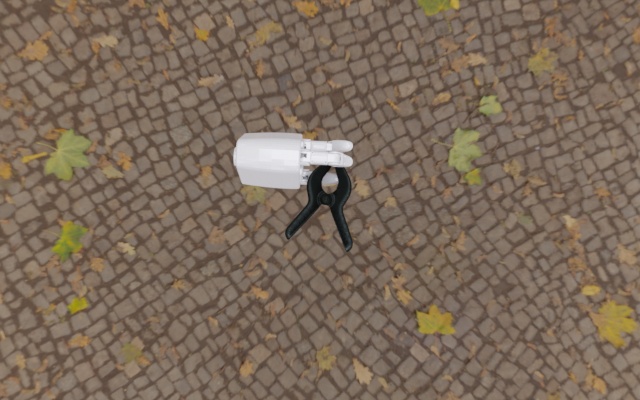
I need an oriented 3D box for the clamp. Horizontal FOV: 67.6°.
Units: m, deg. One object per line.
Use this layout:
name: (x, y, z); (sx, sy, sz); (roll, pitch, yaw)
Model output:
clamp: (0.000, 0.003, 0.841); (0.120, 0.171, 0.039); (3, -1, -2)
